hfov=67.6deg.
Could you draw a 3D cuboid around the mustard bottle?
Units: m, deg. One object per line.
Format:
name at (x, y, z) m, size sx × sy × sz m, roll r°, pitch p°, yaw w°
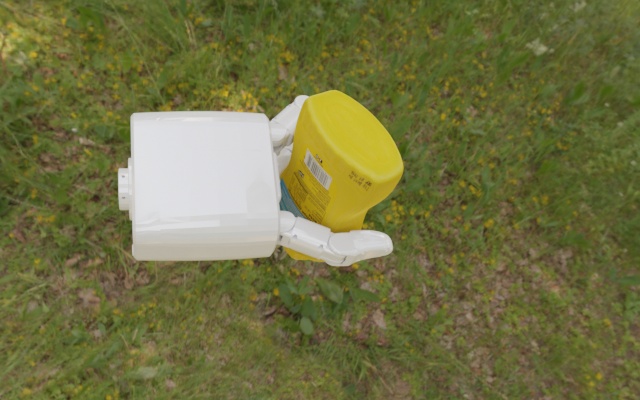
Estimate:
mustard bottle at (0.000, 0.001, 0.433) m, size 0.058 × 0.096 × 0.192 m, roll -26°, pitch -23°, yaw -33°
